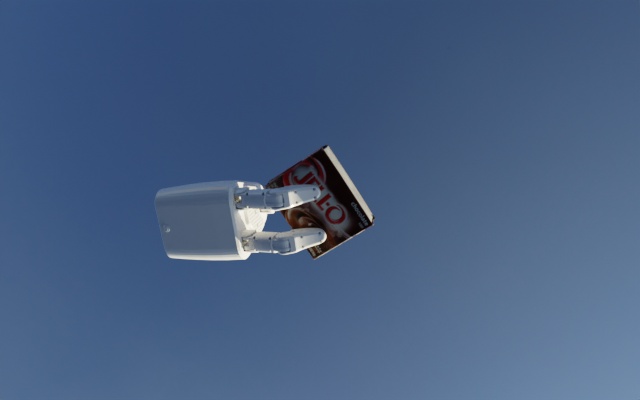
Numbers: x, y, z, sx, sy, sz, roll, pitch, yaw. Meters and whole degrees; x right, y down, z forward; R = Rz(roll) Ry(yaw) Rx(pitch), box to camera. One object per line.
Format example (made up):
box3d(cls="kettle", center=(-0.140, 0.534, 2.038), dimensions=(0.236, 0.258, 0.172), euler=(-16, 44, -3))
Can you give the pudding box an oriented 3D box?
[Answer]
box3d(cls="pudding box", center=(0.000, 0.002, 0.589), dimensions=(0.090, 0.113, 0.039), euler=(-32, 8, 19))
